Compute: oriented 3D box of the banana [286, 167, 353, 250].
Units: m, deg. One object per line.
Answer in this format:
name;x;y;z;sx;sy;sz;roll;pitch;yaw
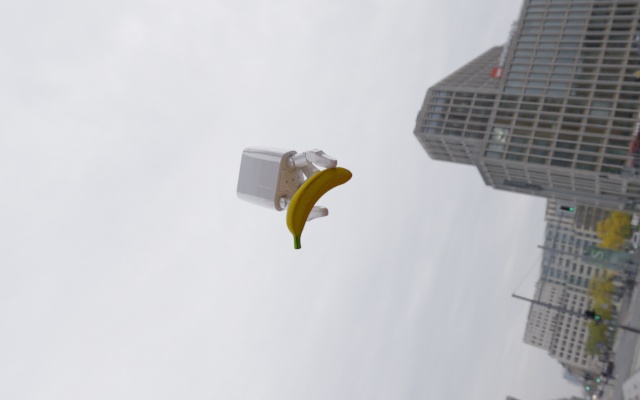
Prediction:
banana;-0.006;-0.009;0.814;0.037;0.070;0.197;13;48;33
